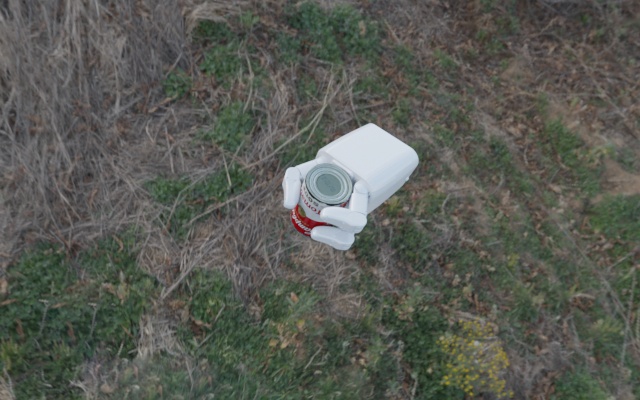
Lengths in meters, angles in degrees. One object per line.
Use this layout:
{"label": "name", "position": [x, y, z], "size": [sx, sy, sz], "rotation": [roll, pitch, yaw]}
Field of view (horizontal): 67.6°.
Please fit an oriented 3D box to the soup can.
{"label": "soup can", "position": [0.000, 0.002, 0.679], "size": [0.068, 0.068, 0.102], "rotation": [0, -30, -16]}
